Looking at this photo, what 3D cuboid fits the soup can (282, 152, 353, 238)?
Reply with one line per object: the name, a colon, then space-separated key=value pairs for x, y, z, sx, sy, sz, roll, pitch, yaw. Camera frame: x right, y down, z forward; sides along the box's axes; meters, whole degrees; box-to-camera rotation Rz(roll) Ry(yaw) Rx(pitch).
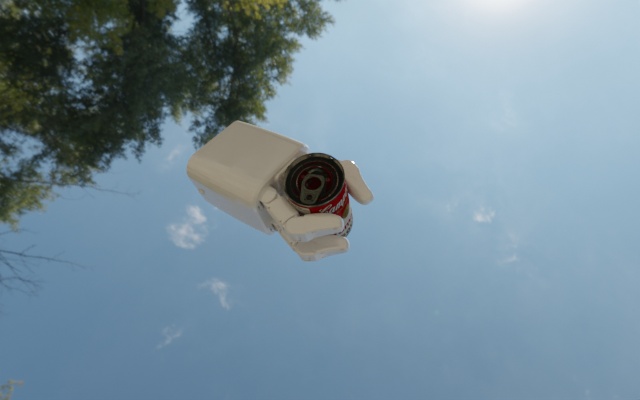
soup can: x=0.001 y=0.002 z=0.550 sx=0.068 sy=0.068 sz=0.102 roll=0 pitch=-30 yaw=10
